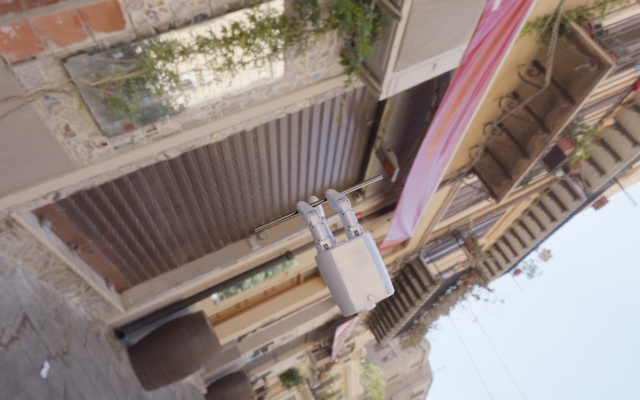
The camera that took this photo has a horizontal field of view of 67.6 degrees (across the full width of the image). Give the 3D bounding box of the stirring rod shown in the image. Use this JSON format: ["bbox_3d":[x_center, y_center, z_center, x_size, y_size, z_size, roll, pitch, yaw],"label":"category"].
[{"bbox_3d":[0.000,0.003,0.804,0.239,0.011,0.011,-23,6,-16],"label":"stirring rod"}]
